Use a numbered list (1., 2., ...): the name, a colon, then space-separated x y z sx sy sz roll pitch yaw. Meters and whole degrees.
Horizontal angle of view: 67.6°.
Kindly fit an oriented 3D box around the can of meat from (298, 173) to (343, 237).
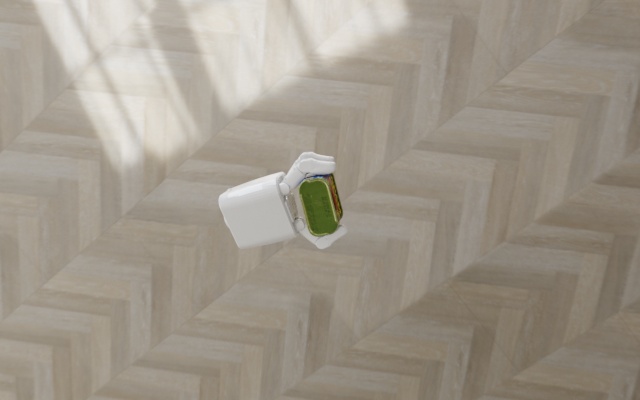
1. can of meat: 0.000 0.003 0.798 0.057 0.102 0.084 -13 11 8
